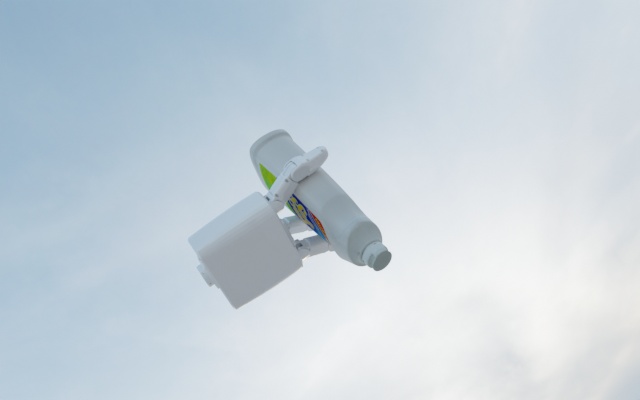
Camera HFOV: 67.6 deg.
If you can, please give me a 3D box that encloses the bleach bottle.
[{"bbox_3d":[0.000,0.002,0.619,0.068,0.103,0.250,-33,45,-15],"label":"bleach bottle"}]
